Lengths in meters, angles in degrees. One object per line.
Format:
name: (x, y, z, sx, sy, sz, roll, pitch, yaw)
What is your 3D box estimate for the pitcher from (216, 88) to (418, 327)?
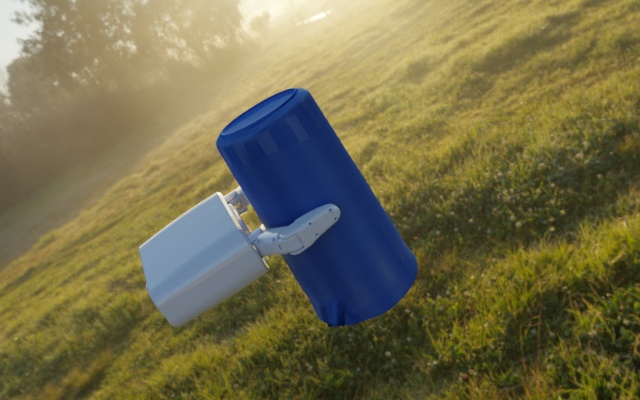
pitcher: (0.000, 0.002, 0.524, 0.145, 0.243, 0.149, -34, 22, -7)
